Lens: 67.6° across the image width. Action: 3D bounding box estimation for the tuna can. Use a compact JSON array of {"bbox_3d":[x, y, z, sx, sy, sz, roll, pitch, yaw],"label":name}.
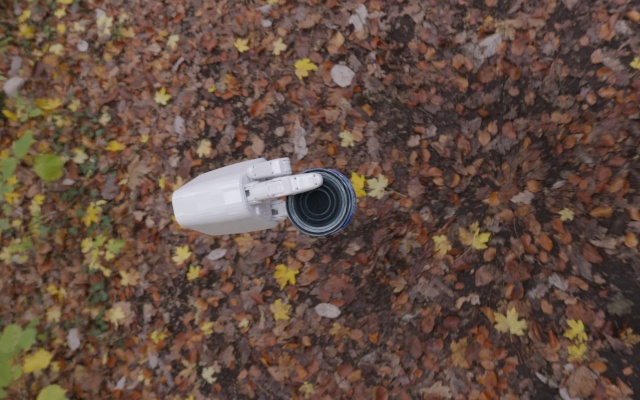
[{"bbox_3d":[0.000,0.002,0.593,0.086,0.086,0.034,0,0,15],"label":"tuna can"}]
